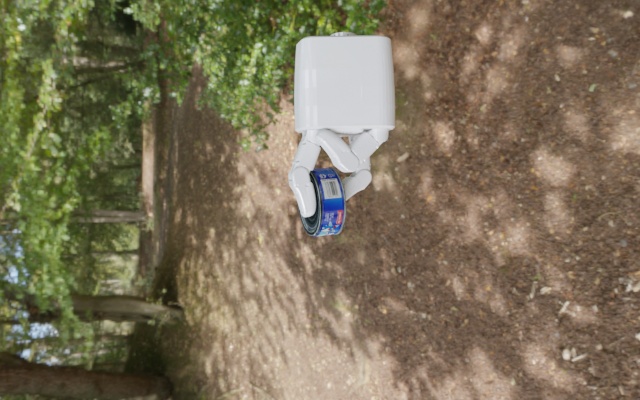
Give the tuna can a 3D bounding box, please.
[{"bbox_3d":[0.000,0.002,0.598,0.034,0.086,0.086,-5,2,-21],"label":"tuna can"}]
